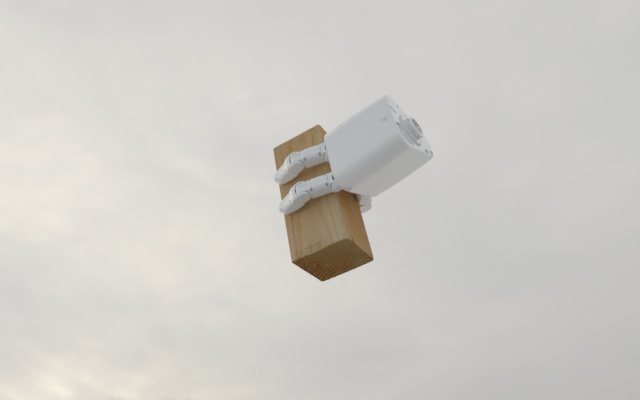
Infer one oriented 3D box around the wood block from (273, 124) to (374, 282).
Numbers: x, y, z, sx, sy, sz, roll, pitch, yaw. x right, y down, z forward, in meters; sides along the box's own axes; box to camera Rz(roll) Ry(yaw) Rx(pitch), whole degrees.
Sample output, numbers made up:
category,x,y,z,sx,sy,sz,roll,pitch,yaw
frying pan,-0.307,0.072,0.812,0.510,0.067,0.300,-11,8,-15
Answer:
category,x,y,z,sx,sy,sz,roll,pitch,yaw
wood block,0.001,0.002,0.716,0.090,0.206,0.091,-26,-37,19
